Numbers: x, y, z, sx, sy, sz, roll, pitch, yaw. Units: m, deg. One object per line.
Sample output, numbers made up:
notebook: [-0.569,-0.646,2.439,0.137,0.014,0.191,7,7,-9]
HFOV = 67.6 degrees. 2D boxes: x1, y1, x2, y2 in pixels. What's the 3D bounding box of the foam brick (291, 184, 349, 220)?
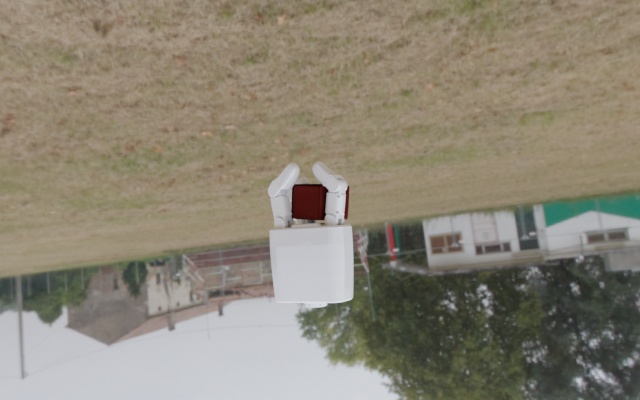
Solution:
foam brick: [0.000,0.002,0.708,0.053,0.051,0.078,1,0,37]
